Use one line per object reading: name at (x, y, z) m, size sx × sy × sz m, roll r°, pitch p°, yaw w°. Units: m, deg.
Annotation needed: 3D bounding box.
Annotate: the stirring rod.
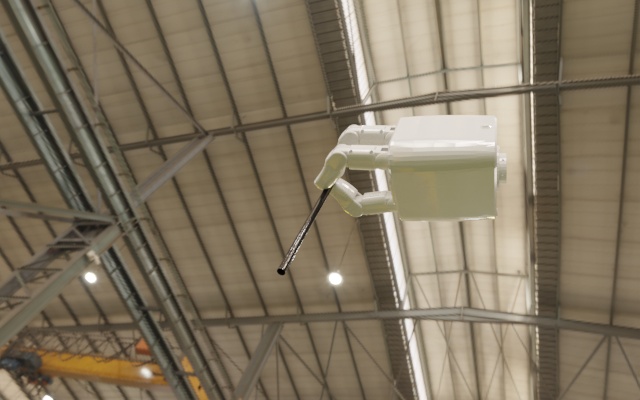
stirring rod at (0.000, 0.002, 0.525) m, size 0.011 × 0.011 × 0.239 m, roll 0°, pitch 31°, yaw 20°
